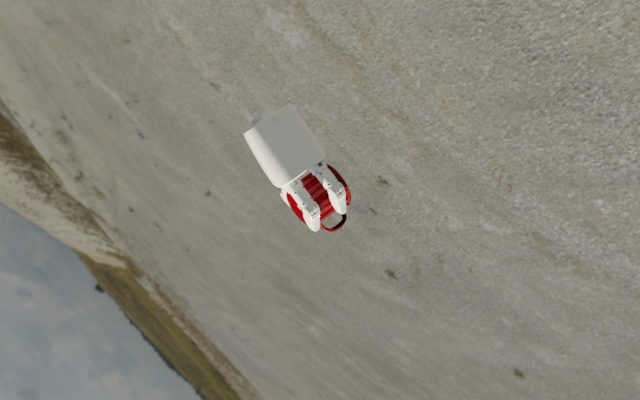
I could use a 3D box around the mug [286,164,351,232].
[{"bbox_3d":[0.001,0.004,0.846,0.081,0.117,0.093,-37,10,-22],"label":"mug"}]
